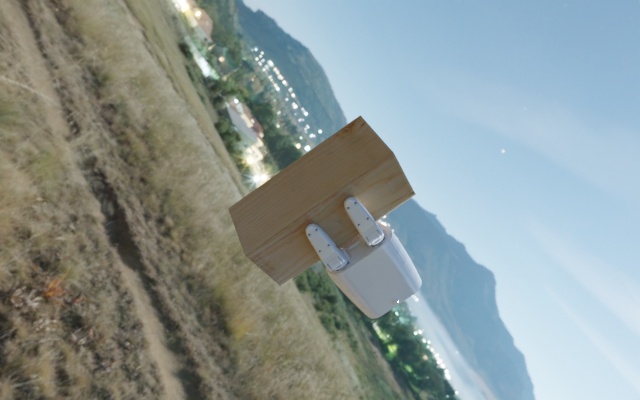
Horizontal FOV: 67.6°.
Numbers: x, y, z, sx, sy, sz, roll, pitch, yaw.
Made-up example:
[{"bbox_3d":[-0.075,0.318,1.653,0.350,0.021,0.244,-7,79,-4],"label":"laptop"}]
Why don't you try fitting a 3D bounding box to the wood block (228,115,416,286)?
[{"bbox_3d":[0.000,0.002,0.602,0.206,0.090,0.090,-35,-45,4],"label":"wood block"}]
